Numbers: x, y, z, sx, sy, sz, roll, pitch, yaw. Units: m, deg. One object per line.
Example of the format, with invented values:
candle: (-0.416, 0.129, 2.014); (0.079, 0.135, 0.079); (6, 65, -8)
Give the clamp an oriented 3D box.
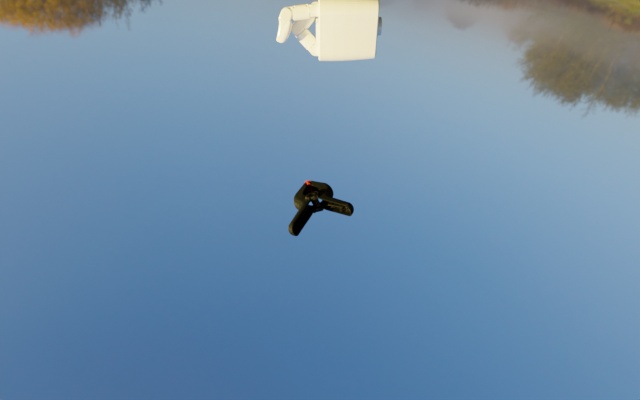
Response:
clamp: (0.000, 0.003, 0.897); (0.120, 0.039, 0.171); (-11, 29, 5)
